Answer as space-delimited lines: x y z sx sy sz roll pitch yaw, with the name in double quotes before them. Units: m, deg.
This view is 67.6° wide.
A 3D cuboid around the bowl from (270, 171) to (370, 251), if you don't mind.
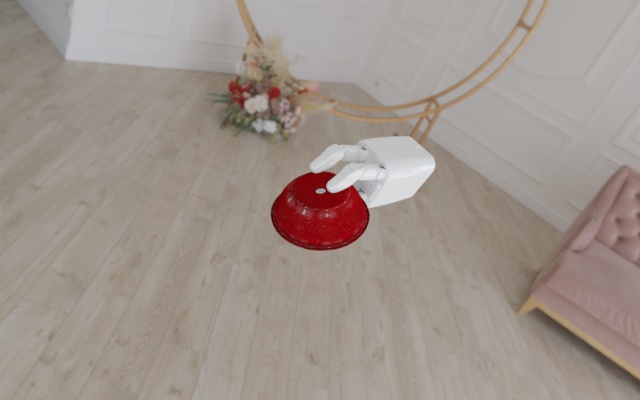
"bowl" -0.001 0.003 0.760 0.162 0.055 0.162 1 44 -1
